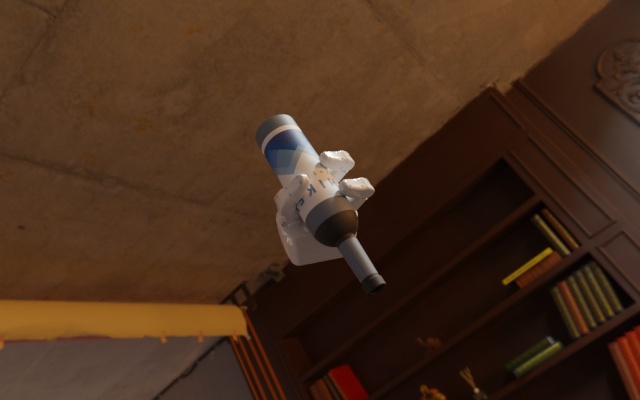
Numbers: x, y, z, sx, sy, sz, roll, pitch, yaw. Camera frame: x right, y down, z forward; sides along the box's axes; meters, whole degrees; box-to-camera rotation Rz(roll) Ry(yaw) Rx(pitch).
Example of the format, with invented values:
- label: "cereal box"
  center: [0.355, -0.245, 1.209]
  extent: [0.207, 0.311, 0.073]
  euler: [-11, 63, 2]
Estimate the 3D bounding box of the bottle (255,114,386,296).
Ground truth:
- label: "bottle"
  center: [0.000, 0.002, 0.657]
  extent: [0.069, 0.295, 0.069]
  euler: [-24, -30, -15]
